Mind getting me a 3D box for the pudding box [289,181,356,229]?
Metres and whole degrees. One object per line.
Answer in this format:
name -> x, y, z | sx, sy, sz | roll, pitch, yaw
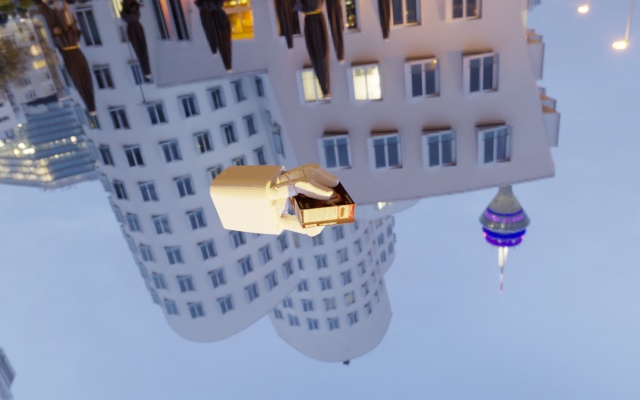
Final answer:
pudding box -> 0.000, 0.003, 0.791 | 0.090, 0.039, 0.113 | -7, 27, -11
